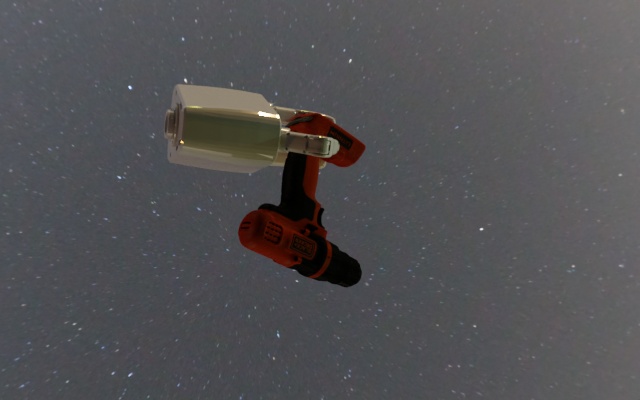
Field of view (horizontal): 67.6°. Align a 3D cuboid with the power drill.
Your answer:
[{"bbox_3d":[0.000,0.001,0.595,0.184,0.187,0.057,30,-25,-37],"label":"power drill"}]
